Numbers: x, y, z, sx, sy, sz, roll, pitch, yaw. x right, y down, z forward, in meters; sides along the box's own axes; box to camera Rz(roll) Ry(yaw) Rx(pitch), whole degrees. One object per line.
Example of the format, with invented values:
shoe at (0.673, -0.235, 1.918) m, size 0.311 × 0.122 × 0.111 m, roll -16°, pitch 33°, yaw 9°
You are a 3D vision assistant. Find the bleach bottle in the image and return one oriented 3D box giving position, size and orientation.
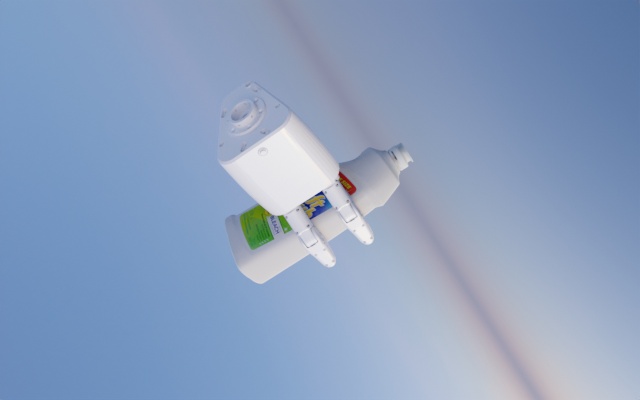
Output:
bleach bottle at (0.000, 0.002, 0.613) m, size 0.251 × 0.102 × 0.068 m, roll -33°, pitch -42°, yaw 9°
